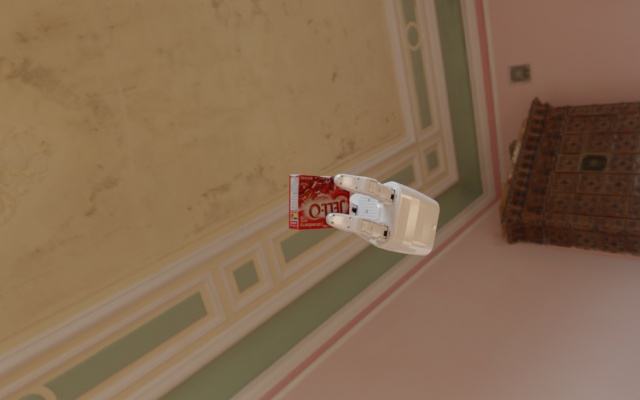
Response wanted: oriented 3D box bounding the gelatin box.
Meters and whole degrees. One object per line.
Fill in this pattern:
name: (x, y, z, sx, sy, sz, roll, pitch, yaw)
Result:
gelatin box: (0.000, 0.002, 0.658, 0.089, 0.073, 0.030, 0, 2, -35)
